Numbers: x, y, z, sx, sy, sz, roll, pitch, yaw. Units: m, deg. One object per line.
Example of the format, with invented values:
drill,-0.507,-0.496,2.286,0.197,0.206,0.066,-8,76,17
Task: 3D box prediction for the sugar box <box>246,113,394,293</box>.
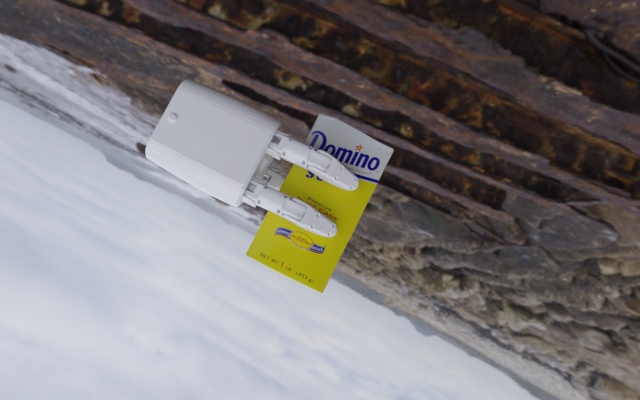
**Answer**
sugar box,0.000,0.002,0.523,0.093,0.176,0.048,27,-6,-2
